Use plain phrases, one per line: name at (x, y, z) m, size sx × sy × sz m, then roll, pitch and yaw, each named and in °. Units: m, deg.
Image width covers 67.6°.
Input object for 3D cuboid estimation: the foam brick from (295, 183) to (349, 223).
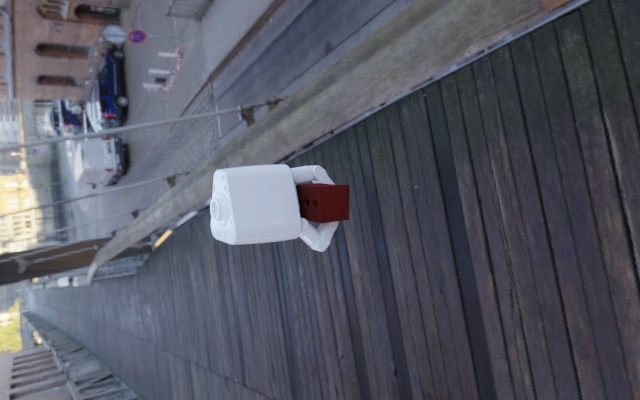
foam brick at (0.000, 0.002, 0.714) m, size 0.051 × 0.053 × 0.078 m, roll -6°, pitch 7°, yaw -33°
